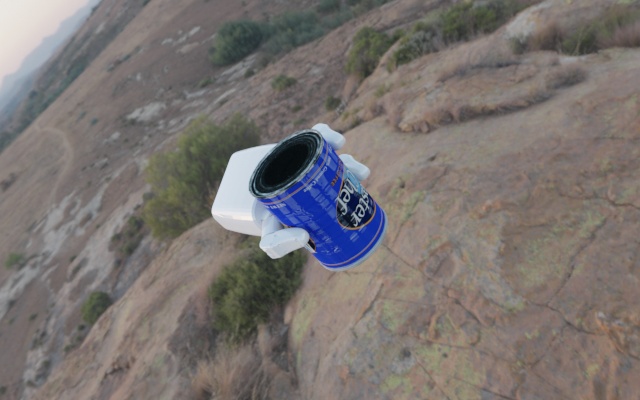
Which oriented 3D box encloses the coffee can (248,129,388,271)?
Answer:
[{"bbox_3d":[0.000,0.002,0.559,0.103,0.102,0.140,0,-39,47],"label":"coffee can"}]
